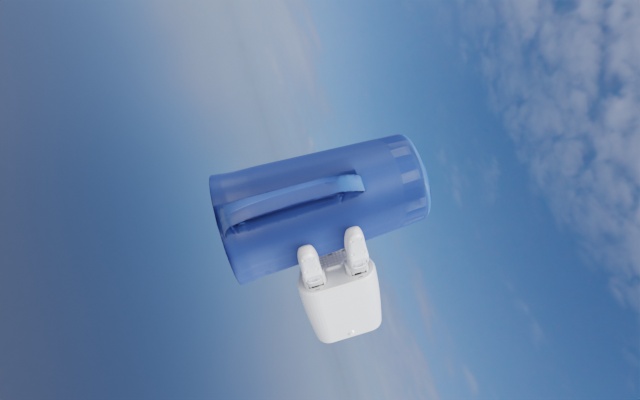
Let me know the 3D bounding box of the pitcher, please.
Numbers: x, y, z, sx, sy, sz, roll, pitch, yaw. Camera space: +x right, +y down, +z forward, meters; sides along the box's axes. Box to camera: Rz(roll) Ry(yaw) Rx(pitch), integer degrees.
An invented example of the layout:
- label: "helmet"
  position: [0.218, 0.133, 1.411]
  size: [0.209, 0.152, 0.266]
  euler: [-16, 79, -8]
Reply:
- label: "pitcher"
  position: [0.000, 0.002, 0.556]
  size: [0.243, 0.145, 0.149]
  euler: [-17, 35, -4]
